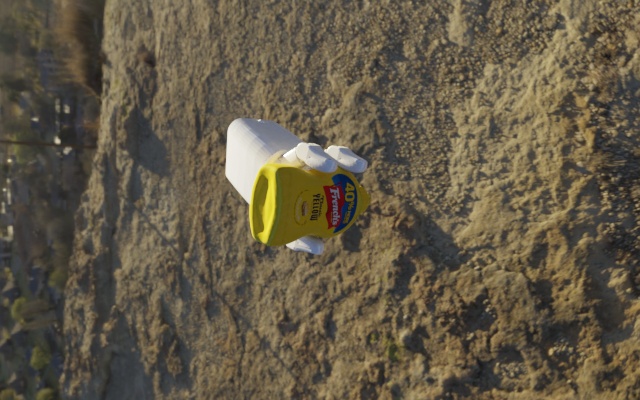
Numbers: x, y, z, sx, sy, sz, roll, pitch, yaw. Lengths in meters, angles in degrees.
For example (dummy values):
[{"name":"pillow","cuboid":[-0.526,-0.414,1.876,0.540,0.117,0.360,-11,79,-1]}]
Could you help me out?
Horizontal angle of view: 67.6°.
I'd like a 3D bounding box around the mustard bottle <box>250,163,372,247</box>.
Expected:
[{"name":"mustard bottle","cuboid":[0.000,0.002,0.618,0.058,0.096,0.191,15,13,42]}]
